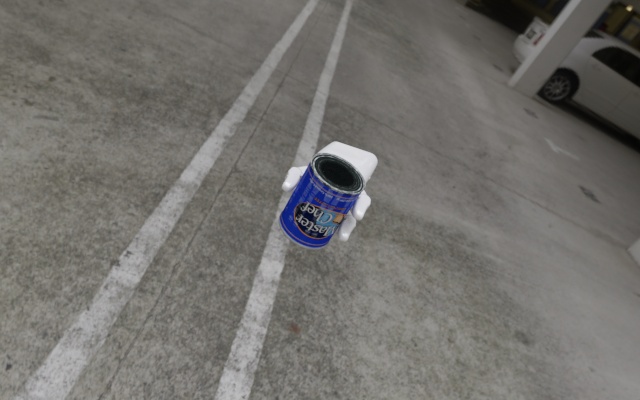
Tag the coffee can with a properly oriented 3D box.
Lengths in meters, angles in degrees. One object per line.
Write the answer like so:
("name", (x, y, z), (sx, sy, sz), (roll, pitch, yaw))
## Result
("coffee can", (0.000, 0.003, 0.831), (0.103, 0.140, 0.102), (20, 36, -16))
